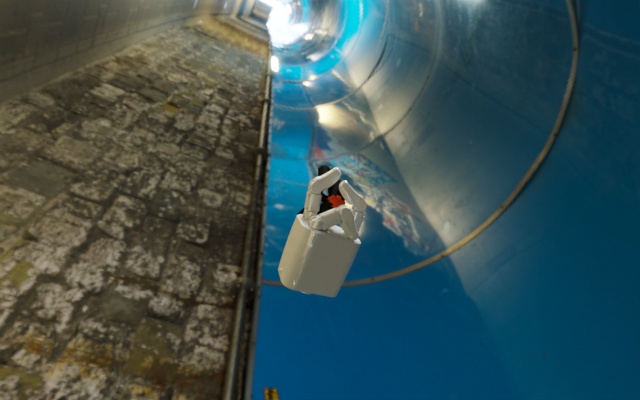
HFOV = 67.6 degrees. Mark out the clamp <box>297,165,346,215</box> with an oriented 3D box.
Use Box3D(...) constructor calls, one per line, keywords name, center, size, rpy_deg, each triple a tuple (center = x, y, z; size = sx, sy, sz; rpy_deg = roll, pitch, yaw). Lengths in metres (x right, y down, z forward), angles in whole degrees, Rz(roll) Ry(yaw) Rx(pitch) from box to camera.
Box3D(name="clamp", center=(0.001, 0.003, 0.864), size=(0.039, 0.120, 0.171), rpy_deg=(20, 9, -14))
